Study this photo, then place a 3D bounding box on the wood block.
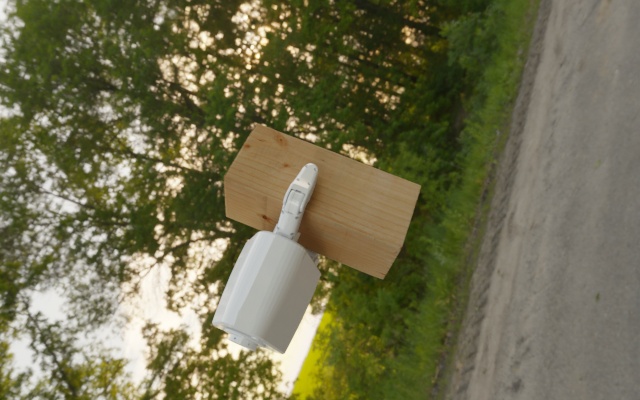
[{"bbox_3d":[0.000,0.002,0.566,0.206,0.090,0.091,21,-33,5],"label":"wood block"}]
